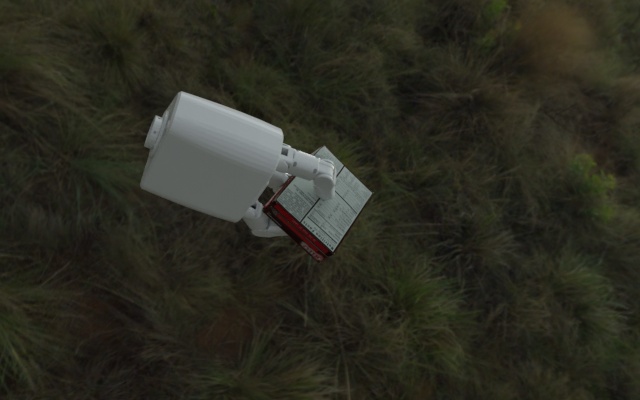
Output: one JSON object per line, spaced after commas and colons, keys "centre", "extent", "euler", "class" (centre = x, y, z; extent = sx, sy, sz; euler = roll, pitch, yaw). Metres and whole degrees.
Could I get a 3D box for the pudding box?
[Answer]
{"centre": [0.000, 0.002, 0.553], "extent": [0.039, 0.090, 0.113], "euler": [-35, 13, 52], "class": "pudding box"}
